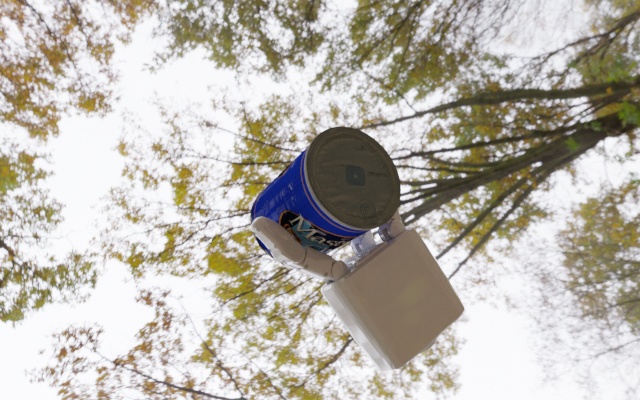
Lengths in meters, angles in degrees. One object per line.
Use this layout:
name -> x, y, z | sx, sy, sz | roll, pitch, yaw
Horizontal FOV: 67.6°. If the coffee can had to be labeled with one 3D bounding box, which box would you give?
coffee can -> 0.000, 0.001, 0.494 | 0.103, 0.102, 0.140 | 0, -21, -30
